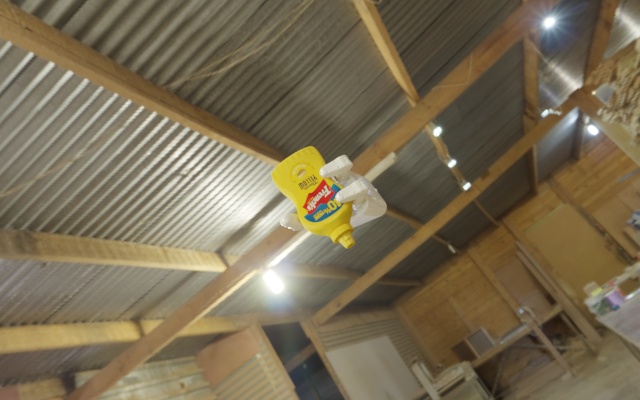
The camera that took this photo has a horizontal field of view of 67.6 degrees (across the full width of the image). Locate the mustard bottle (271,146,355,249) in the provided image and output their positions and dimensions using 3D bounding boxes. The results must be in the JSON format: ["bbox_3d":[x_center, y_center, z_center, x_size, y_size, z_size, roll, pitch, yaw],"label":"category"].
[{"bbox_3d":[0.000,0.002,0.830,0.096,0.191,0.058,-33,-22,-4],"label":"mustard bottle"}]
